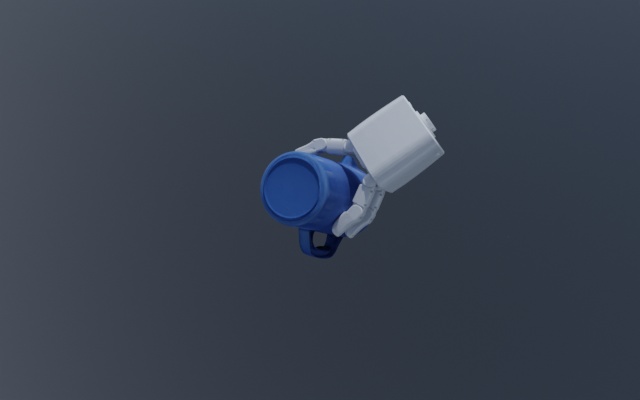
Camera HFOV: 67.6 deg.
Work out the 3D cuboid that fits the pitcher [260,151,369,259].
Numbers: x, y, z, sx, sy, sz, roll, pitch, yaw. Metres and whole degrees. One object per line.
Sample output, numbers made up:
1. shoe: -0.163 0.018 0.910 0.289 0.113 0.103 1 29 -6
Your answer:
1. pitcher: 0.000 0.002 0.781 0.145 0.149 0.243 -34 -15 15
